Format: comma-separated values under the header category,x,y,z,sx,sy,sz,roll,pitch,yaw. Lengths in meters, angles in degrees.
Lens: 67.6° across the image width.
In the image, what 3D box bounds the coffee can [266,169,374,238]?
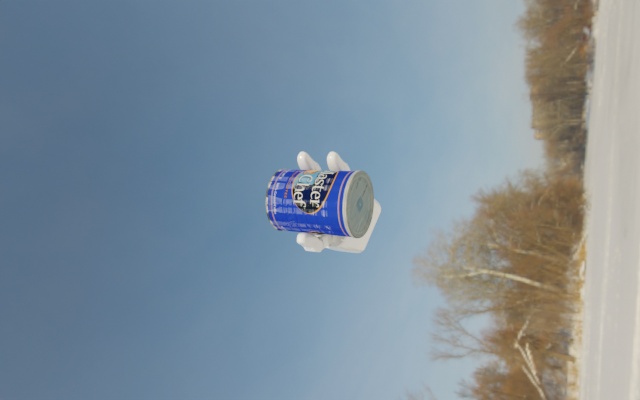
category,x,y,z,sx,sy,sz,roll,pitch,yaw
coffee can,0.000,0.002,0.750,0.140,0.103,0.103,4,2,28
